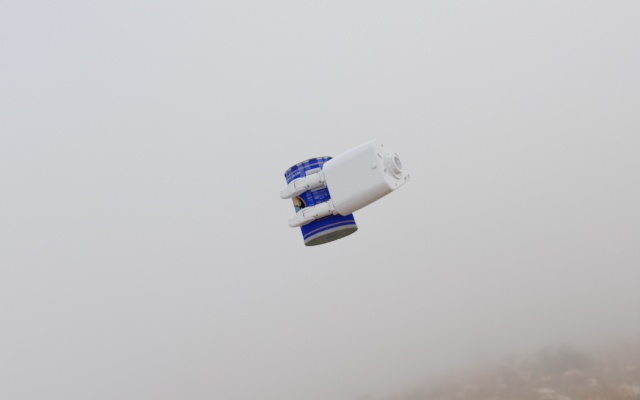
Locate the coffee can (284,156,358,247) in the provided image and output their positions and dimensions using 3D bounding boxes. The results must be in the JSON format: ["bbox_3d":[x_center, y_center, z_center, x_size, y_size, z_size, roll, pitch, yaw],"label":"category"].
[{"bbox_3d":[0.000,0.003,0.887,0.103,0.140,0.103,-16,-14,-4],"label":"coffee can"}]
